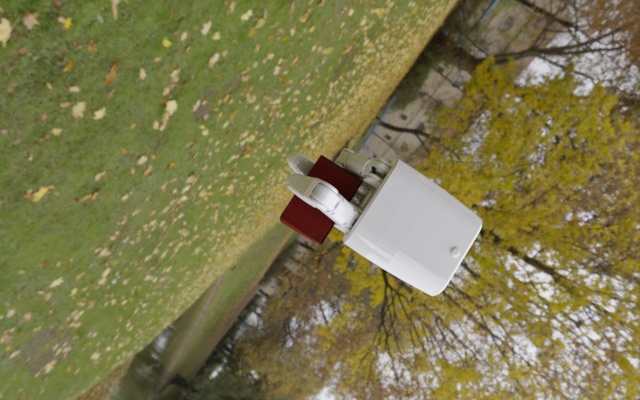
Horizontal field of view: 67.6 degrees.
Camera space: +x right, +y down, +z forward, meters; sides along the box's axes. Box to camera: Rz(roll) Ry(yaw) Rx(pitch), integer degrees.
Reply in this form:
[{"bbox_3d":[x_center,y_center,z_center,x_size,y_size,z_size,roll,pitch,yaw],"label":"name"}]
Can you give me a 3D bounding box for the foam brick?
[{"bbox_3d":[0.000,0.002,0.493,0.051,0.078,0.053,33,-6,1],"label":"foam brick"}]
